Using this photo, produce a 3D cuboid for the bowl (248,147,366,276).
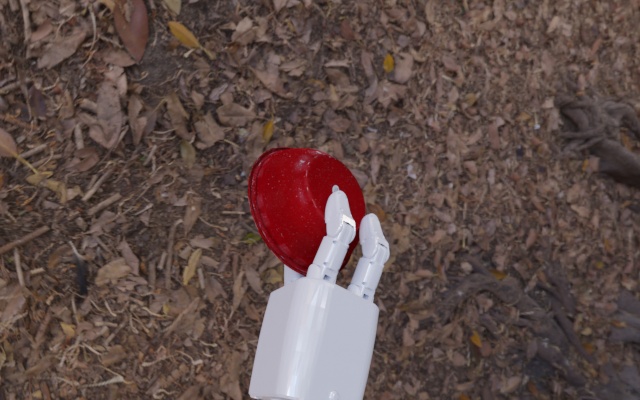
[{"bbox_3d":[0.000,0.000,0.532,0.055,0.162,0.162,-30,-19,38],"label":"bowl"}]
